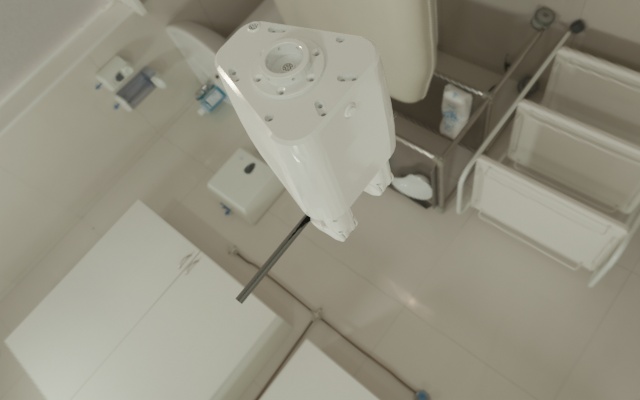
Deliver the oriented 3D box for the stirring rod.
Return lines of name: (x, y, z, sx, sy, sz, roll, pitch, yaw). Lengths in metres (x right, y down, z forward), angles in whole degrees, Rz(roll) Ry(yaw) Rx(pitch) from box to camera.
stirring rod: (0.000, 0.001, 0.462, 0.011, 0.239, 0.011, 37, -13, 10)
